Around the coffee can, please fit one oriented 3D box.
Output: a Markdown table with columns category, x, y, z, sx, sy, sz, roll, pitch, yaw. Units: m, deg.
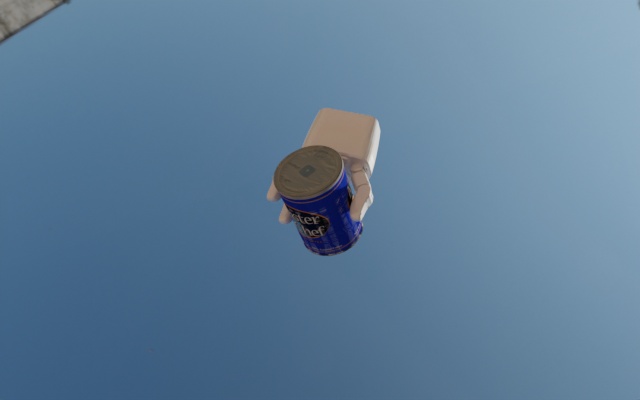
| category | x | y | z | sx | sy | sz | roll | pitch | yaw |
| --- | --- | --- | --- | --- | --- | --- | --- | --- | --- |
| coffee can | 0.000 | 0.002 | 0.722 | 0.103 | 0.102 | 0.140 | 0 | -41 | 21 |
